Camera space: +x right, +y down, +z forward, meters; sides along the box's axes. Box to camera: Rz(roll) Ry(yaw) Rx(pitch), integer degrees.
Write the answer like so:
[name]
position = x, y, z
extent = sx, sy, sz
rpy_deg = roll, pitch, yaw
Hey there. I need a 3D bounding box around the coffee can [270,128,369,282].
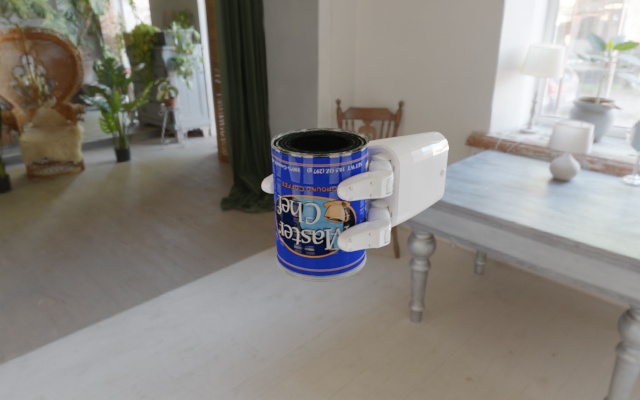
[coffee can]
position = 0.000, 0.002, 0.520
extent = 0.103, 0.140, 0.102
rpy_deg = -1, 23, 0
